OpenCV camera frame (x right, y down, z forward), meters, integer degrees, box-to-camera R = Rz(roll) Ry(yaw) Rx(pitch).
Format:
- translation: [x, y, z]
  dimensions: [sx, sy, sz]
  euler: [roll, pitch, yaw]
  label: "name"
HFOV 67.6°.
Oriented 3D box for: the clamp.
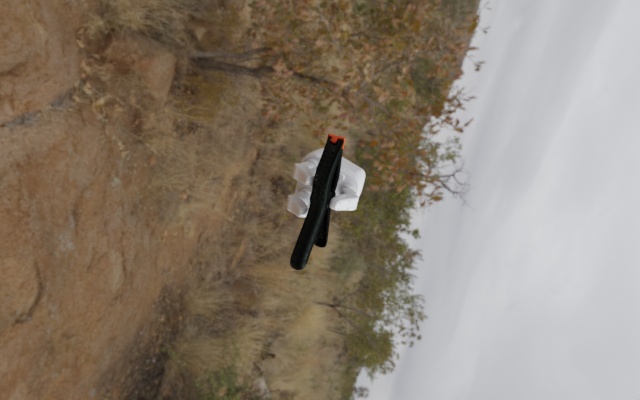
- translation: [0.001, 0.002, 0.751]
  dimensions: [0.036, 0.210, 0.164]
  euler: [15, 17, 10]
  label: "clamp"
